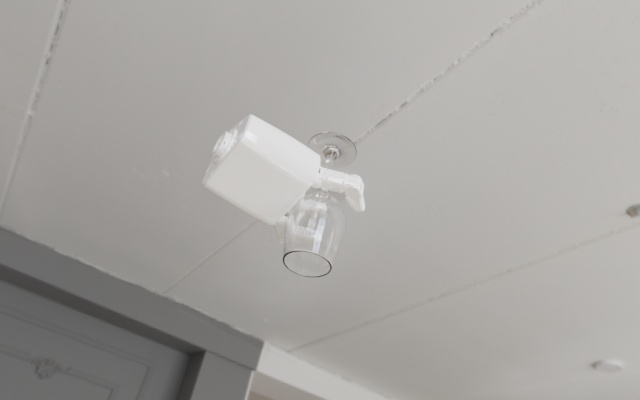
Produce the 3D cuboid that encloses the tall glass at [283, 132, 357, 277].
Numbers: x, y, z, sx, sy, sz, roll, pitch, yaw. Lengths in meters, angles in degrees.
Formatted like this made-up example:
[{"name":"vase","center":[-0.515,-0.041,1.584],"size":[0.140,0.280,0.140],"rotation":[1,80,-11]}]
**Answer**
[{"name":"tall glass","center":[0.000,0.002,0.647],"size":[0.079,0.201,0.079],"rotation":[7,-38,6]}]
